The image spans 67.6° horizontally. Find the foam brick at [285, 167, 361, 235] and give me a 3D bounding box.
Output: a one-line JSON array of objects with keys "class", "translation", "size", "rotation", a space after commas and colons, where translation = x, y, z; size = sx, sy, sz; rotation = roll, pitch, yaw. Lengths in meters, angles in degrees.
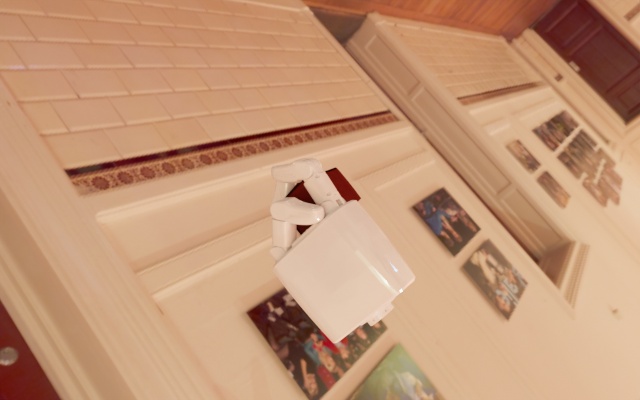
[{"class": "foam brick", "translation": [0.000, 0.002, 0.563], "size": [0.053, 0.051, 0.078], "rotation": [-48, -14, 33]}]
